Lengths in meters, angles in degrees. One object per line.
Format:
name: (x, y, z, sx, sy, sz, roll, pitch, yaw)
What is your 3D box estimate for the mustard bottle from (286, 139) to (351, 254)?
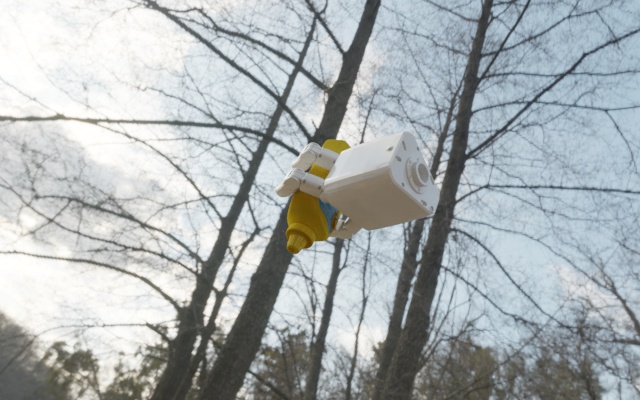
mustard bottle: (0.000, 0.002, 0.699, 0.058, 0.096, 0.191, 6, 46, 26)
